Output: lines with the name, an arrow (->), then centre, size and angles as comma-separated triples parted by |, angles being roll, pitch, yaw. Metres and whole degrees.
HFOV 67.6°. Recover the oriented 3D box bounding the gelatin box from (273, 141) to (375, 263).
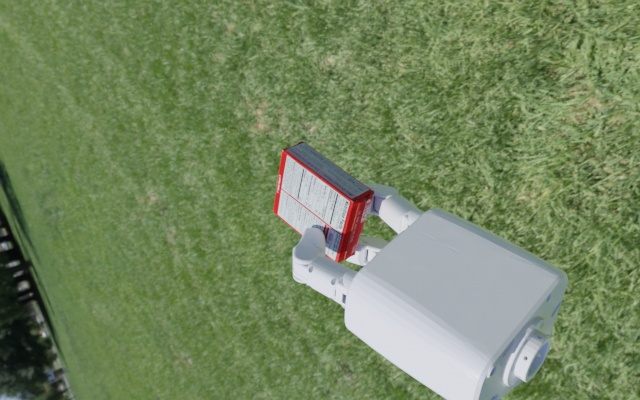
gelatin box -> 0.000, 0.001, 0.424 | 0.089, 0.073, 0.030 | 37, 44, 28
